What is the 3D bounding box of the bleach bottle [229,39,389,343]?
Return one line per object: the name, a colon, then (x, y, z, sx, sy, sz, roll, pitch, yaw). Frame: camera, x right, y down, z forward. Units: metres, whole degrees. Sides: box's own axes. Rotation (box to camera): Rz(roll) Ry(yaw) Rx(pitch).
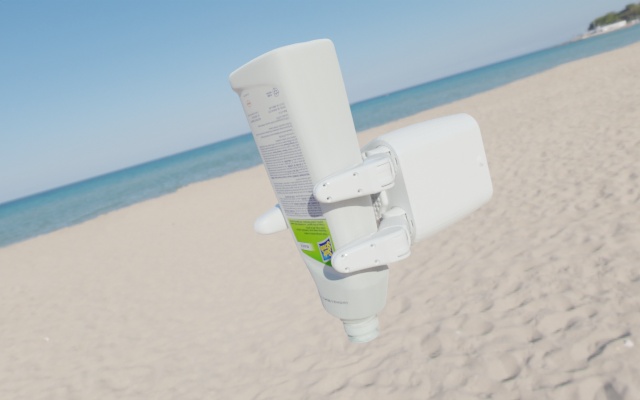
bleach bottle: (0.000, 0.001, 0.410, 0.068, 0.251, 0.102, -22, 12, -30)
